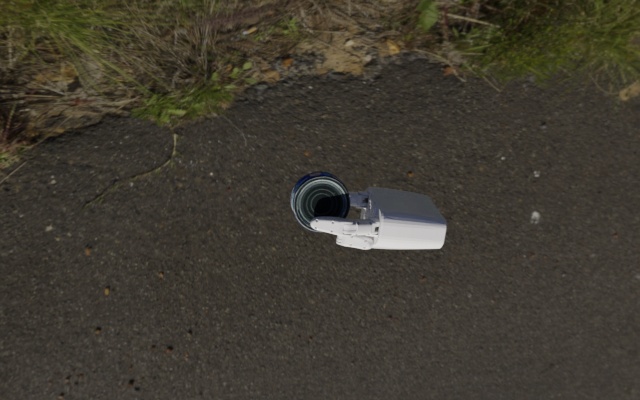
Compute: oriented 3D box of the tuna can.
[{"bbox_3d":[0.000,0.002,0.699,0.086,0.086,0.033,0,14,-8],"label":"tuna can"}]
